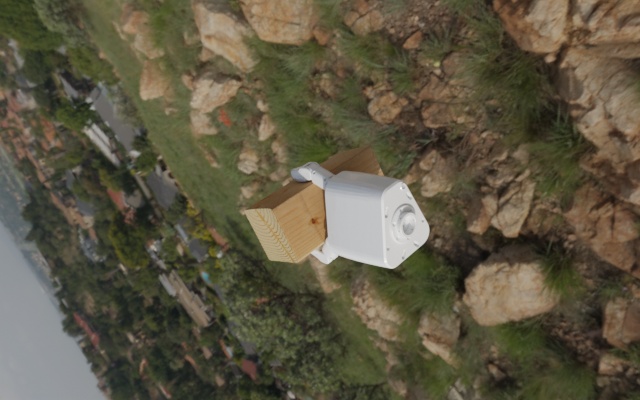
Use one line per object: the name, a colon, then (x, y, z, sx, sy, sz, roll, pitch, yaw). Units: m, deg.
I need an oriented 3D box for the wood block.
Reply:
wood block: (0.000, 0.002, 0.746, 0.206, 0.091, 0.090, -33, 15, -31)
